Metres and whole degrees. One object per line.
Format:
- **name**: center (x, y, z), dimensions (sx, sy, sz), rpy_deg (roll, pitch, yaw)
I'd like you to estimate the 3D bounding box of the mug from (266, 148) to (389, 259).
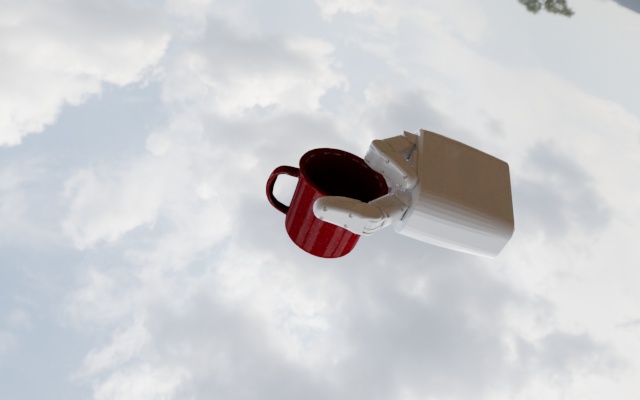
- **mug**: center (-0.001, 0.001, 0.490), dimensions (0.117, 0.081, 0.093), rpy_deg (17, 36, -7)
